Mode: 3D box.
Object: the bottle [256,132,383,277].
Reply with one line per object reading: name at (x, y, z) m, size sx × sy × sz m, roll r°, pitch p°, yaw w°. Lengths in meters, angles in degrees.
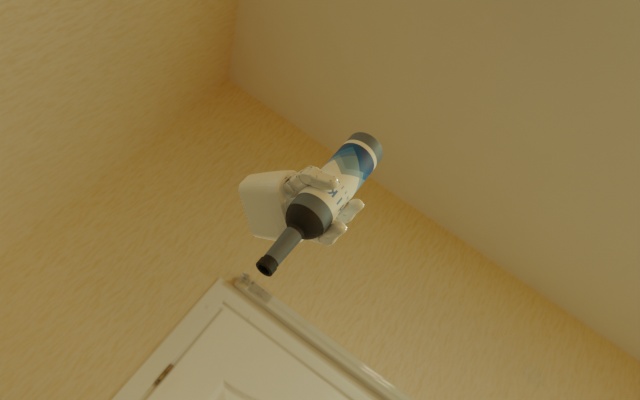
bottle at (0.000, 0.002, 0.733) m, size 0.069 × 0.069 × 0.295 m, roll 0°, pitch 39°, yaw 43°
